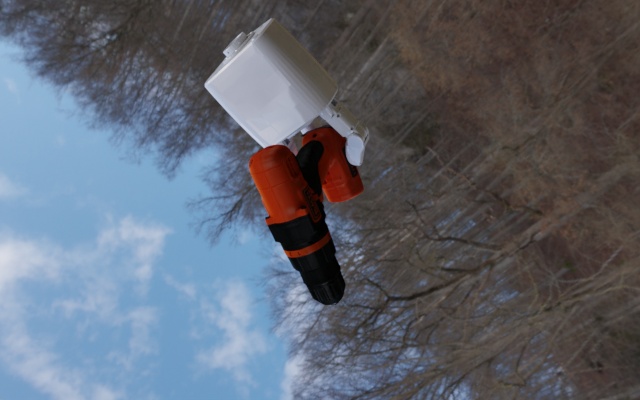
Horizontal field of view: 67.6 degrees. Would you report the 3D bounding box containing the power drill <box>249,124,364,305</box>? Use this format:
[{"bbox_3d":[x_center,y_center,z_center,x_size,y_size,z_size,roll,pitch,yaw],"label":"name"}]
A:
[{"bbox_3d":[0.000,0.001,0.553,0.057,0.184,0.187,-14,20,22],"label":"power drill"}]
